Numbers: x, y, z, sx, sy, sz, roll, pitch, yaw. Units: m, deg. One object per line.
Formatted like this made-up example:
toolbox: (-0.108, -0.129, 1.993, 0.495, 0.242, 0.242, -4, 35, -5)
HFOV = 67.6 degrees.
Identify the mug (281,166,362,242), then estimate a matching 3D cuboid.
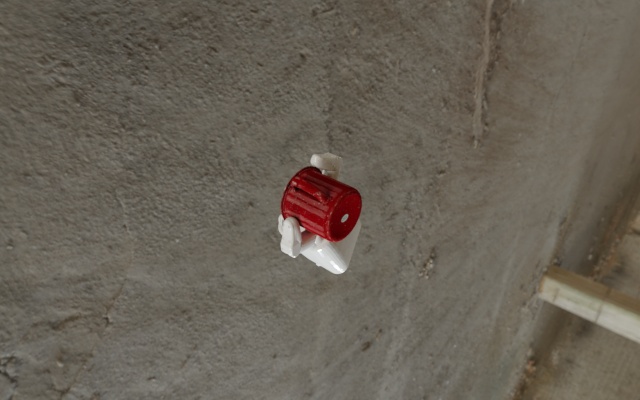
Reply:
mug: (0.000, 0.002, 0.665, 0.081, 0.093, 0.117, 25, -15, 34)
